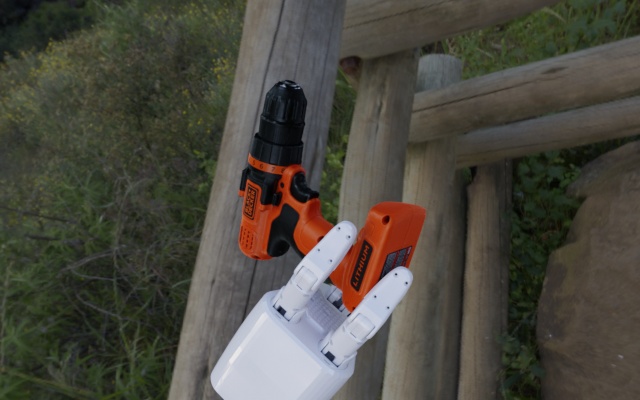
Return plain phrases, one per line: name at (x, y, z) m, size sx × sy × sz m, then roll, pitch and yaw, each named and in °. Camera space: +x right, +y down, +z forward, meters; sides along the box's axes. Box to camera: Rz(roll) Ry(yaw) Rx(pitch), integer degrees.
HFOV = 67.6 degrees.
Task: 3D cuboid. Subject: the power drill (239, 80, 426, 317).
power drill at (0.000, 0.002, 0.433) m, size 0.057 × 0.184 × 0.187 m, roll -12°, pitch 33°, yaw -43°
